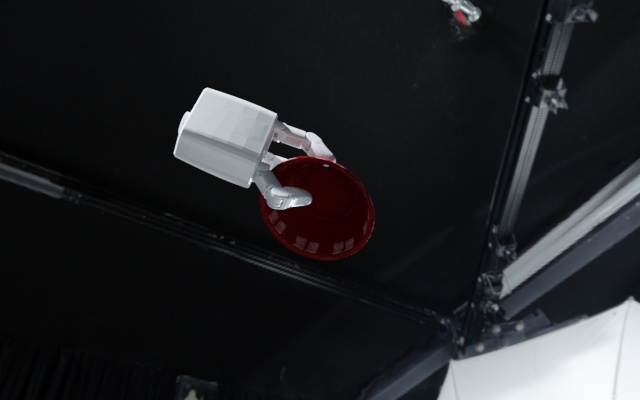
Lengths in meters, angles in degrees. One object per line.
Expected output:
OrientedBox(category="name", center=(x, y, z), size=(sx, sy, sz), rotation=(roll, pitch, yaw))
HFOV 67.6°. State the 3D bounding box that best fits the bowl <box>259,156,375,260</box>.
OrientedBox(category="bowl", center=(0.001, 0.003, 0.661), size=(0.162, 0.162, 0.055), rotation=(0, 30, 19))
